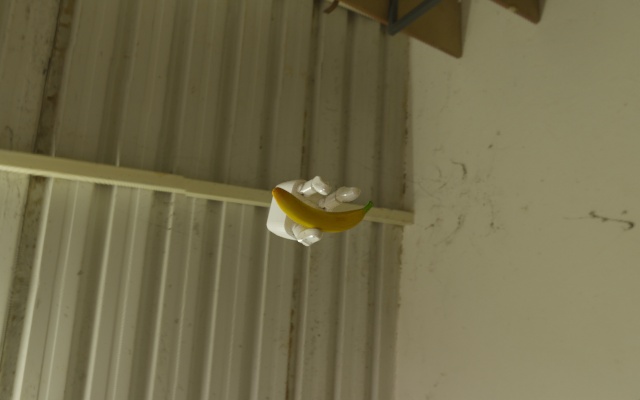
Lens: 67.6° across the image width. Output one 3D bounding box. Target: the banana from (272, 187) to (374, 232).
[{"bbox_3d":[0.000,0.022,0.859,0.198,0.069,0.037,8,5,-26],"label":"banana"}]
